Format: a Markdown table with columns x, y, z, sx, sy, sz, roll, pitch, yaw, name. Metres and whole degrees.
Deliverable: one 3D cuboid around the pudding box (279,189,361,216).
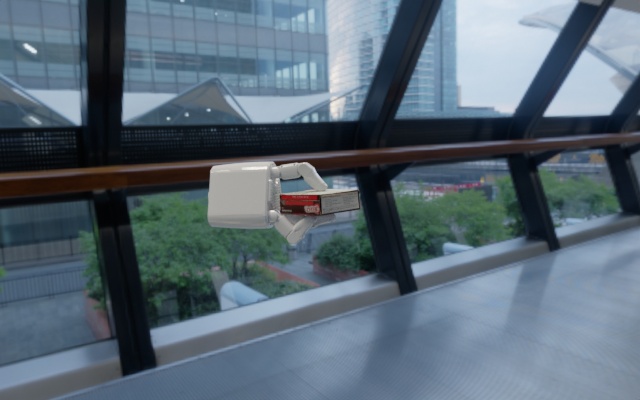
| x | y | z | sx | sy | sz | roll | pitch | yaw | name |
| --- | --- | --- | --- | --- | --- | --- | --- | --- | --- |
| 0.000 | 0.002 | 0.808 | 0.090 | 0.039 | 0.113 | 2 | 8 | 39 | pudding box |
